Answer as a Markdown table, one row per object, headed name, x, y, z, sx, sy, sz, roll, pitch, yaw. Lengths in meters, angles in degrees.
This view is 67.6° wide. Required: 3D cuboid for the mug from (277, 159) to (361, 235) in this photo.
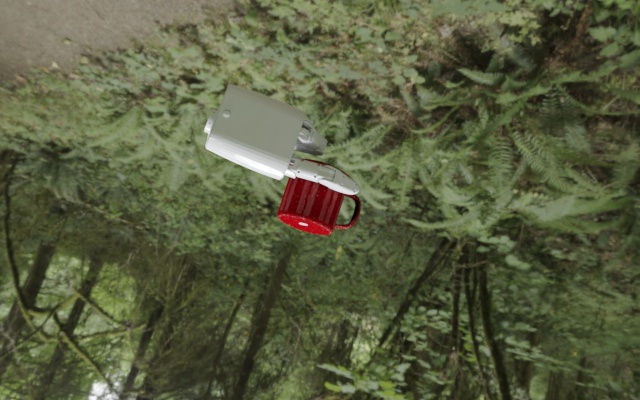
| name | x | y | z | sx | sy | sz | roll | pitch | yaw |
| --- | --- | --- | --- | --- | --- | --- | --- | --- | --- |
| mug | 0.001 | 0.003 | 0.670 | 0.117 | 0.081 | 0.093 | 21 | -16 | -12 |
